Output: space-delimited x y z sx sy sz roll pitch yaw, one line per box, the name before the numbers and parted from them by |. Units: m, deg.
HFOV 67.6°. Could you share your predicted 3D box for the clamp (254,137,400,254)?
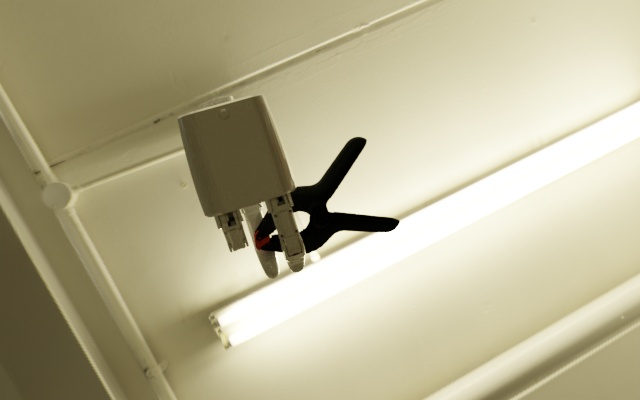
clamp | 0.000 0.002 0.549 0.171 0.120 0.039 -18 8 -10
